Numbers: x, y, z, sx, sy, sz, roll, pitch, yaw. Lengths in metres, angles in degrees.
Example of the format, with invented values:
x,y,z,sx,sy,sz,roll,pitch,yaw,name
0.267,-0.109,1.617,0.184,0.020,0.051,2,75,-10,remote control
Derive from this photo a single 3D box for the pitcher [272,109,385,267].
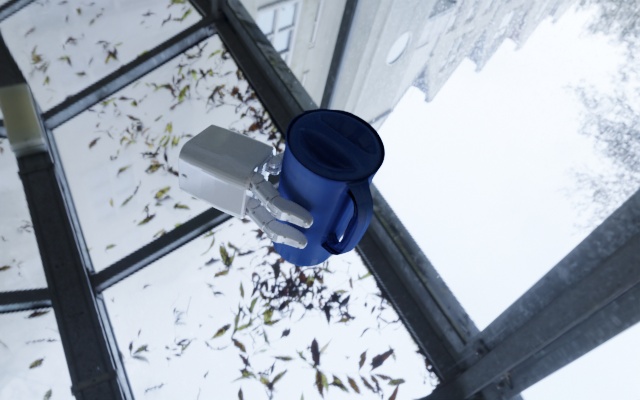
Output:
x,y,z,sx,sy,sz,roll,pitch,yaw,name
0.000,0.002,0.699,0.145,0.149,0.243,22,-41,3,pitcher
